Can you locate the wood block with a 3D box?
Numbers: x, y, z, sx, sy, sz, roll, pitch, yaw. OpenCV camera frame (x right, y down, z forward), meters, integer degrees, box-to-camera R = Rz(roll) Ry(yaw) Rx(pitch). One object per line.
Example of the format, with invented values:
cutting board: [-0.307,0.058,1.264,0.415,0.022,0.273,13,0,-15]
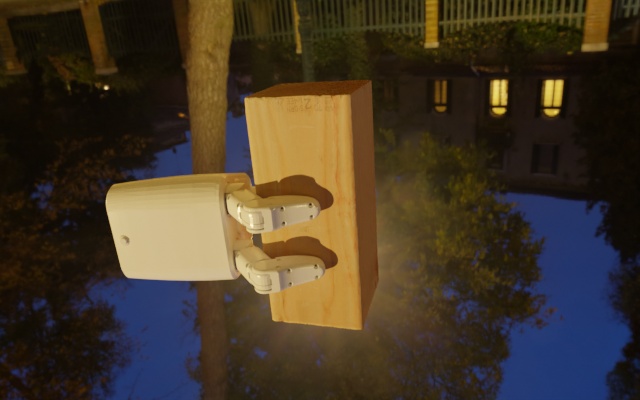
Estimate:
wood block: [0.000,0.001,0.437,0.090,0.206,0.090,2,21,16]
